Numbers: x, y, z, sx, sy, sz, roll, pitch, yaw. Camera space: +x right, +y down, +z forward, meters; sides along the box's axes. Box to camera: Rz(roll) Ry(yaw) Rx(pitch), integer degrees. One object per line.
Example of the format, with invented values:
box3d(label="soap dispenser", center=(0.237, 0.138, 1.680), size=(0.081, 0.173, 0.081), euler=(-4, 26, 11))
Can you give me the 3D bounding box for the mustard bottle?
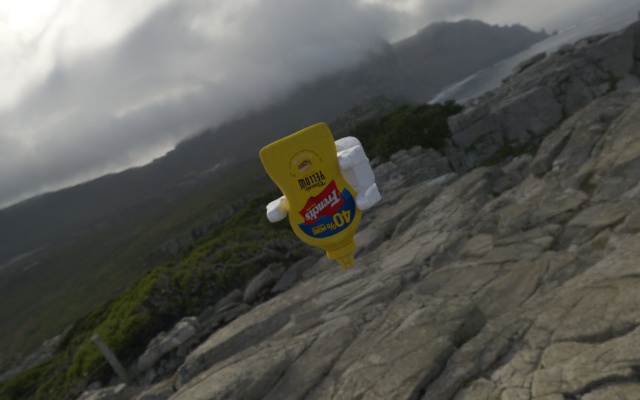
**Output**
box3d(label="mustard bottle", center=(0.000, 0.002, 0.629), size=(0.096, 0.191, 0.058), euler=(-24, 9, -2))
